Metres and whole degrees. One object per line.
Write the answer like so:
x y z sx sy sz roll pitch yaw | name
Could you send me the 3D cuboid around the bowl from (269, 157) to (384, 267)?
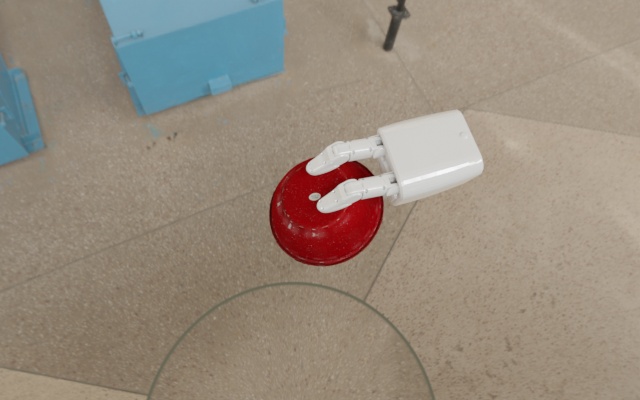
-0.001 0.003 0.629 0.162 0.162 0.055 0 -20 15 | bowl
